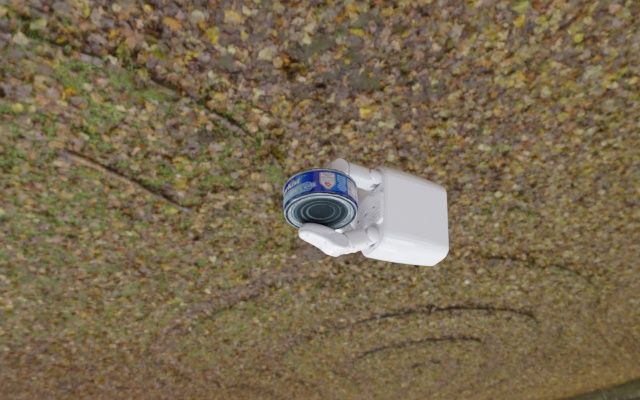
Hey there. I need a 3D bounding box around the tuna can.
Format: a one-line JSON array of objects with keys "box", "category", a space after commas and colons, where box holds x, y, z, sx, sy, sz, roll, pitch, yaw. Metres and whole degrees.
[{"box": [0.000, 0.002, 0.543, 0.086, 0.033, 0.086, -1, -33, -1], "category": "tuna can"}]
